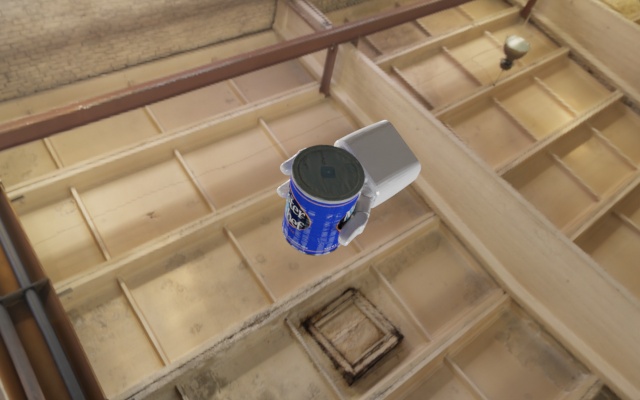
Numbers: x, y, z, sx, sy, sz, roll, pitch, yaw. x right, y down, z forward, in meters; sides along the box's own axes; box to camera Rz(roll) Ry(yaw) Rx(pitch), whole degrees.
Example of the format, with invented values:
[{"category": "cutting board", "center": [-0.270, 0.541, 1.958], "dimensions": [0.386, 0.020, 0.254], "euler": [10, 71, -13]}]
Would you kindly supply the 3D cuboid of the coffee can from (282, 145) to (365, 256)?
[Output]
[{"category": "coffee can", "center": [0.000, 0.002, 0.708], "dimensions": [0.103, 0.102, 0.140], "euler": [0, -37, -12]}]
